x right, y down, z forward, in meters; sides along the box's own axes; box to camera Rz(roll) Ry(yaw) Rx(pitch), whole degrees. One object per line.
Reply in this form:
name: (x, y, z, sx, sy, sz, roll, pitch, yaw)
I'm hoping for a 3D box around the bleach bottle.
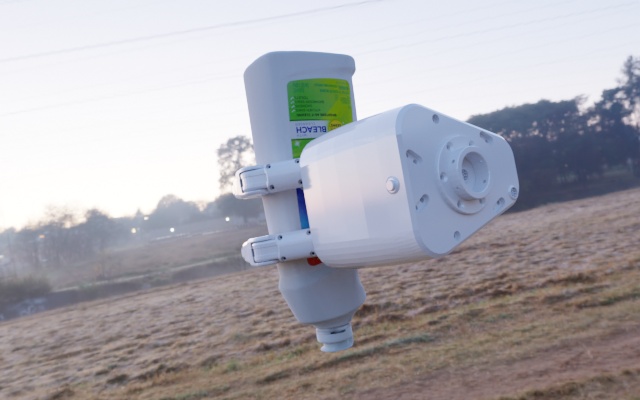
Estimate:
bleach bottle: (0.000, 0.001, 0.420, 0.102, 0.251, 0.068, -8, -3, -33)
